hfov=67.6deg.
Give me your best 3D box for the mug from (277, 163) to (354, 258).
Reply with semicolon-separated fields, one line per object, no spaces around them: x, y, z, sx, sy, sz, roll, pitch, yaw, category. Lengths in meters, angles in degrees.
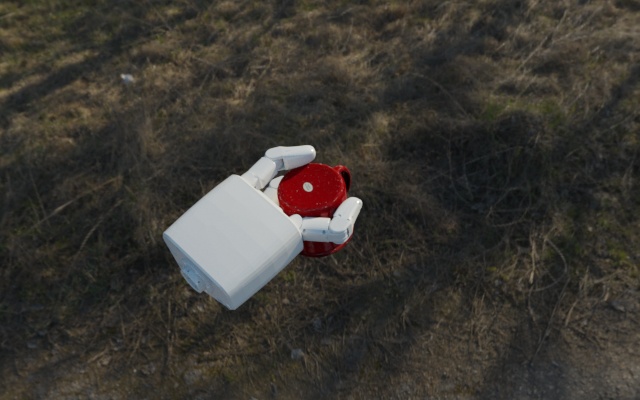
0.001;0.001;0.591;0.093;0.082;0.117;30;59;29;mug
